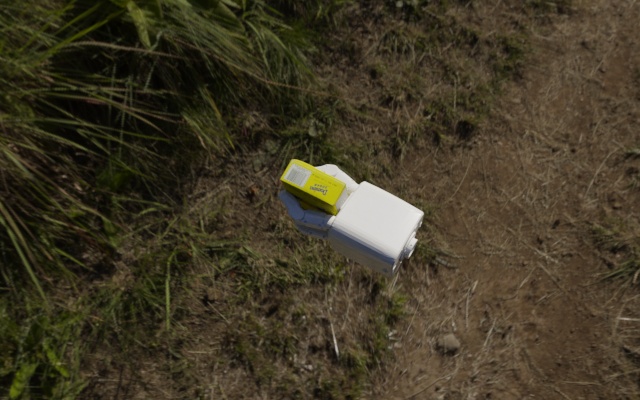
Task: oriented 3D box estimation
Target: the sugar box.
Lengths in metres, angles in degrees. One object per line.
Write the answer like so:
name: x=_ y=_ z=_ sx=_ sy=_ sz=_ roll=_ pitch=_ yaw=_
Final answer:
sugar box: x=0.000 y=0.003 z=0.765 sx=0.093 sy=0.048 sz=0.176 roll=27 pitch=-16 yaw=17
